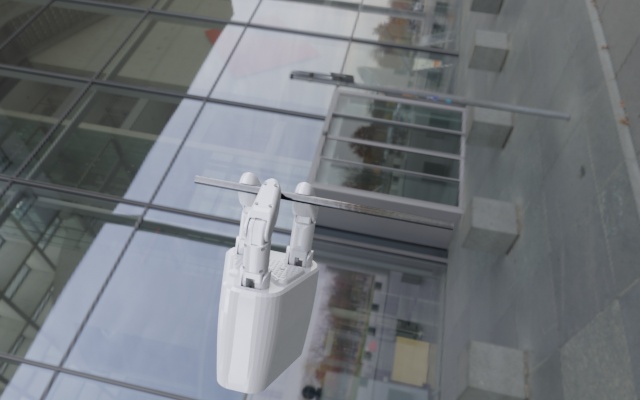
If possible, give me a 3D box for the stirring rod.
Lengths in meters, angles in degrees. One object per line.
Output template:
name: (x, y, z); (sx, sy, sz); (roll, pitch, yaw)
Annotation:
stirring rod: (0.000, 0.002, 0.437); (0.239, 0.011, 0.011); (10, 1, 6)
